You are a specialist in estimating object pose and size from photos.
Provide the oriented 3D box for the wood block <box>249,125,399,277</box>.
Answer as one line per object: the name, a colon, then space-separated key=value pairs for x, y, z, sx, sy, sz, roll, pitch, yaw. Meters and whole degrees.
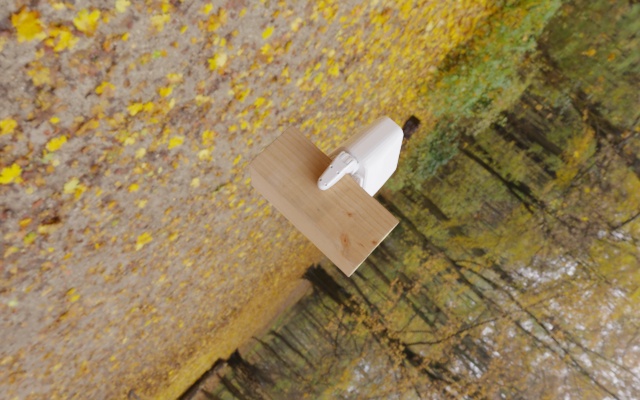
wood block: x=0.001 y=0.002 z=0.697 sx=0.206 sy=0.090 sz=0.091 roll=43 pitch=-18 yaw=9
